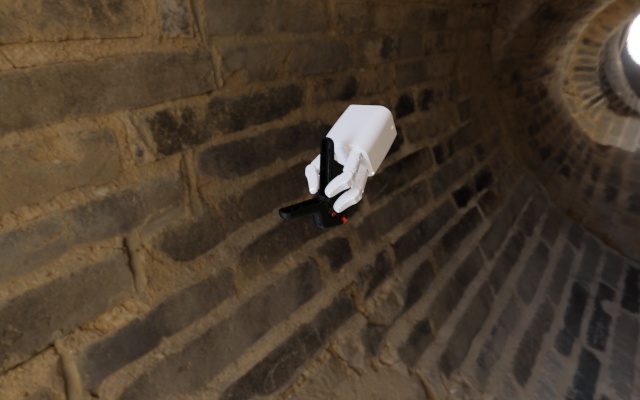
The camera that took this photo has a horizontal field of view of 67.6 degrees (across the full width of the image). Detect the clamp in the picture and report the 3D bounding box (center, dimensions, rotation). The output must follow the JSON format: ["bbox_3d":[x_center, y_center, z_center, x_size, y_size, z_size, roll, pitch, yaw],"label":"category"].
[{"bbox_3d":[0.000,0.003,0.892,0.036,0.164,0.210,24,-20,30],"label":"clamp"}]
